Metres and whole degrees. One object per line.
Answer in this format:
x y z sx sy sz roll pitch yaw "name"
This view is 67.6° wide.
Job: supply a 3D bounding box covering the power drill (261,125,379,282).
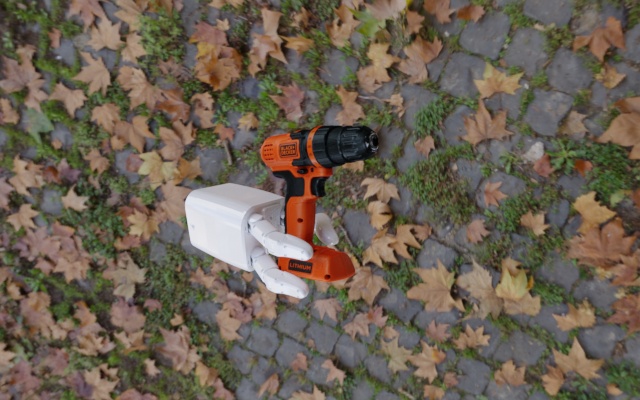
0.000 0.002 0.595 0.057 0.187 0.184 -5 4 -43 "power drill"
